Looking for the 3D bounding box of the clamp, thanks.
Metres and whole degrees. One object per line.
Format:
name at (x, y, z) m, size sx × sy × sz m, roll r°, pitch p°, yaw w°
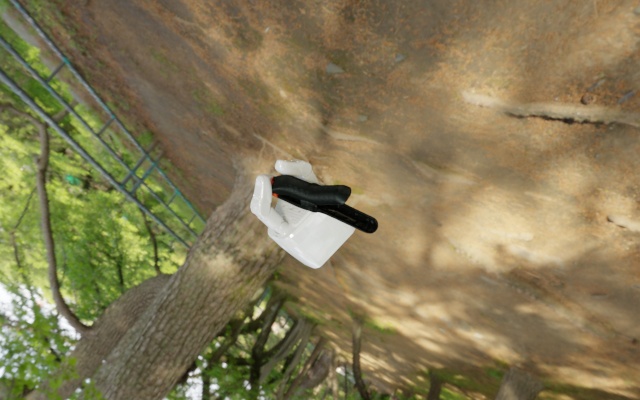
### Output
clamp at (0.000, 0.003, 0.678) m, size 0.171 × 0.039 × 0.120 m, roll 16°, pitch -23°, yaw 42°
